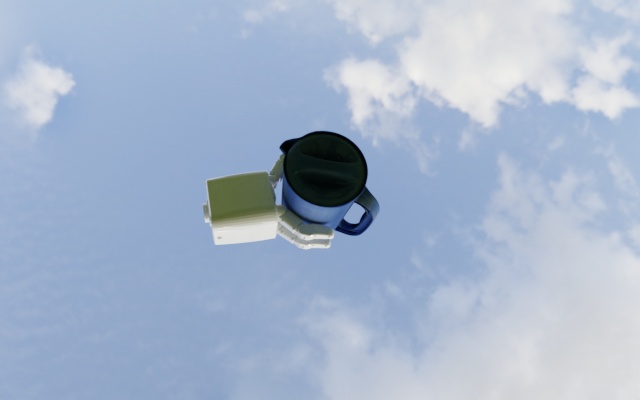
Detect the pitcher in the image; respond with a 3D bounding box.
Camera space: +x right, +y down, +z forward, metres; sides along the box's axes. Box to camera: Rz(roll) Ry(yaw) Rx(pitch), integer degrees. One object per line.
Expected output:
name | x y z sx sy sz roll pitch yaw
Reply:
pitcher | 0.000 0.003 0.832 0.145 0.149 0.243 -8 -23 -12
